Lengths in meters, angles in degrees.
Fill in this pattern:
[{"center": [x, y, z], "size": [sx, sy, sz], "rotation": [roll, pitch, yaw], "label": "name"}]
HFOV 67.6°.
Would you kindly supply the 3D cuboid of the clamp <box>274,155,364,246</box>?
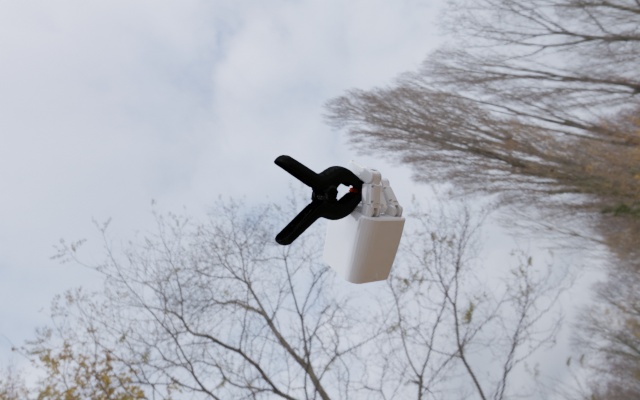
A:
[{"center": [0.000, 0.002, 0.674], "size": [0.171, 0.120, 0.039], "rotation": [3, 12, -40], "label": "clamp"}]
